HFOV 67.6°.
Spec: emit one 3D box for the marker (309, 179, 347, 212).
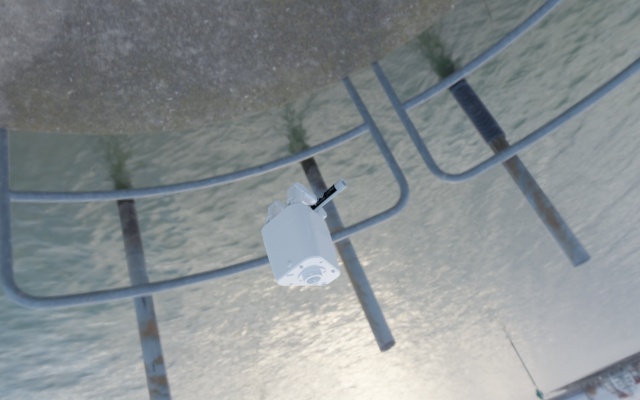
[{"bbox_3d":[0.000,0.003,0.869,0.121,0.020,0.020,-40,-21,27],"label":"marker"}]
